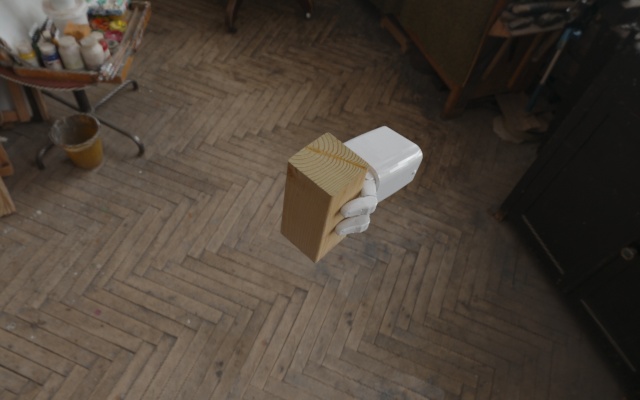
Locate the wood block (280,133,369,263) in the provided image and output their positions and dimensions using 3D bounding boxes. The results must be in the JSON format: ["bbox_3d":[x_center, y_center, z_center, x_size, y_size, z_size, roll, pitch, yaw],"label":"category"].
[{"bbox_3d":[0.000,0.002,0.784,0.090,0.091,0.206,-39,-21,-29],"label":"wood block"}]
